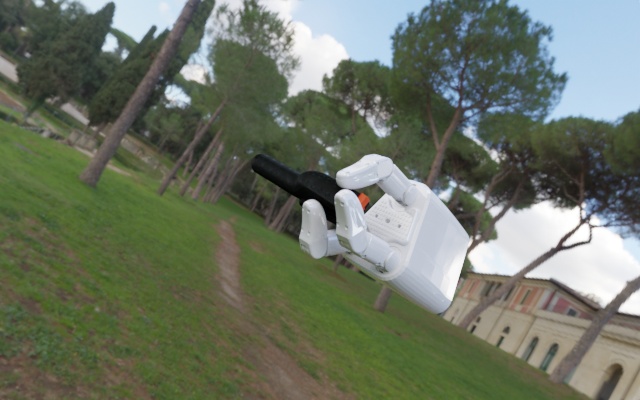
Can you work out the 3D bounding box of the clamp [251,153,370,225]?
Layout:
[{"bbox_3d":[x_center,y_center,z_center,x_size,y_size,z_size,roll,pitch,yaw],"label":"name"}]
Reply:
[{"bbox_3d":[0.000,0.001,0.532,0.120,0.039,0.171,40,-9,-37],"label":"clamp"}]
